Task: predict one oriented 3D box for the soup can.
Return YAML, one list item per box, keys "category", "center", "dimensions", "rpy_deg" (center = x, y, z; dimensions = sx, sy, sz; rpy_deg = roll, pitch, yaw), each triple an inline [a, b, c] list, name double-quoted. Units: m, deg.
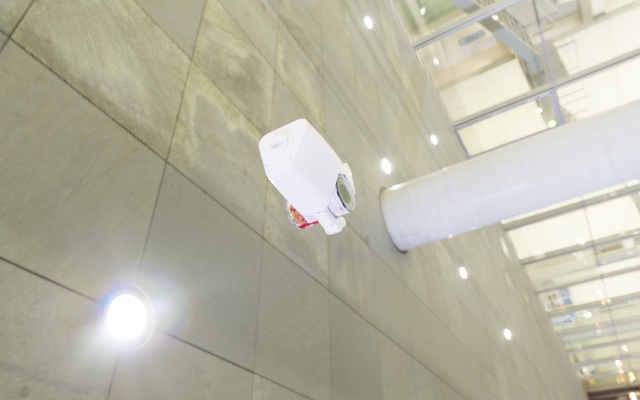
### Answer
- category: "soup can"
  center: [0.001, 0.003, 0.822]
  dimensions: [0.102, 0.068, 0.068]
  rpy_deg: [-20, -8, 23]
